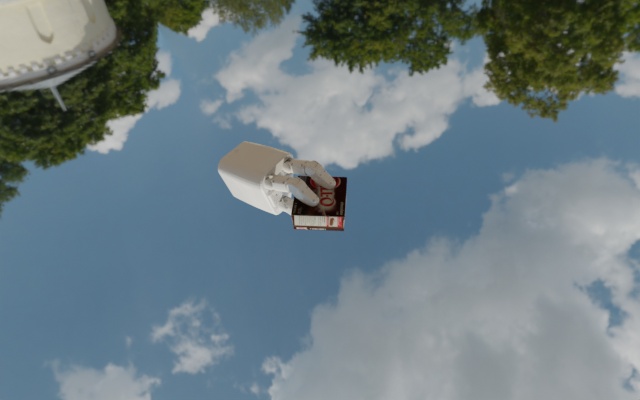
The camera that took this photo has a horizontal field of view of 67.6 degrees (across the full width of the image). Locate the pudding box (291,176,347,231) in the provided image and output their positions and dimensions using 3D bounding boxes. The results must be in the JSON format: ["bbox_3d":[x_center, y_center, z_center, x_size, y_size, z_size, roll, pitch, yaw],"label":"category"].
[{"bbox_3d":[0.000,0.003,0.829,0.090,0.039,0.113,1,41,4],"label":"pudding box"}]
